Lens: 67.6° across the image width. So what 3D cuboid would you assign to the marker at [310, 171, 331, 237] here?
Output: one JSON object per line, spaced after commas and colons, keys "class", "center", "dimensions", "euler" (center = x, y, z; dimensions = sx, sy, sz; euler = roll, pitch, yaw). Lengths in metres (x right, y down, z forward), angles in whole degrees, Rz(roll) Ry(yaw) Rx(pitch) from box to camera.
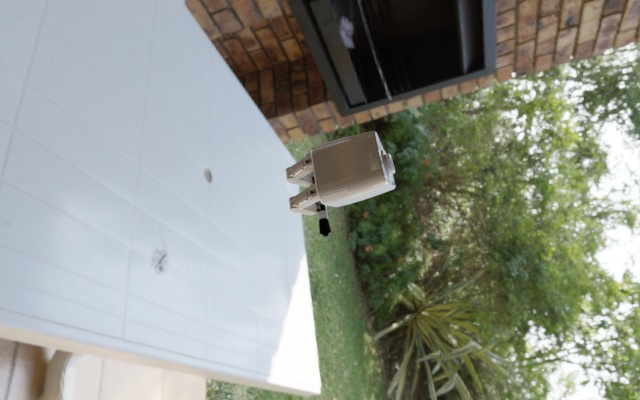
{"class": "marker", "center": [0.000, 0.003, 0.803], "dimensions": [0.020, 0.121, 0.020], "euler": [-8, -23, -3]}
